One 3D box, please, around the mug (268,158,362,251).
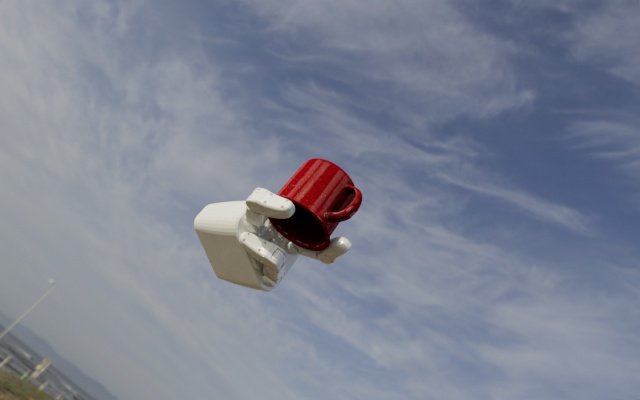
[{"bbox_3d":[0.001,0.002,0.583,0.117,0.093,0.081,-1,41,44],"label":"mug"}]
